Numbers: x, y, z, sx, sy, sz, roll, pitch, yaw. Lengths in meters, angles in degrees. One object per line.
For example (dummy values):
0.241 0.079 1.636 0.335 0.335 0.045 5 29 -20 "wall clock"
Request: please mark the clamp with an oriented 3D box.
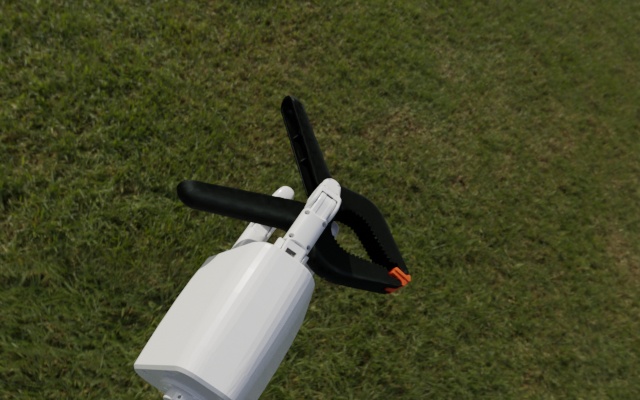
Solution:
0.001 0.002 0.438 0.210 0.164 0.036 37 -37 -6 "clamp"
